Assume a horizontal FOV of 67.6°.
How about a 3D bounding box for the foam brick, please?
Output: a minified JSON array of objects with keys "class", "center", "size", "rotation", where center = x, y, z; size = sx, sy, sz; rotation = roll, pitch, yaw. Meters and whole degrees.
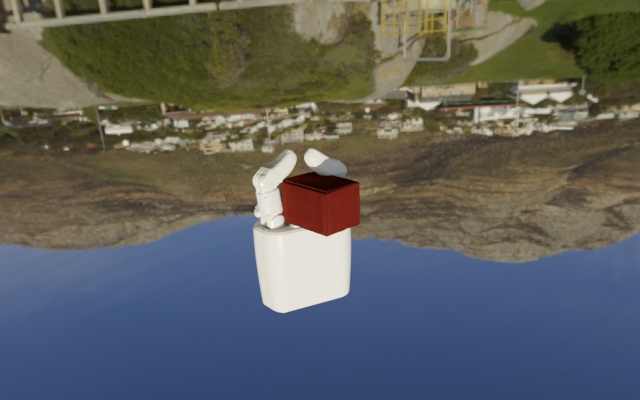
[{"class":"foam brick","center":[0.000,0.002,0.539],"size":[0.053,0.051,0.078],"rotation":[-17,22,-39]}]
